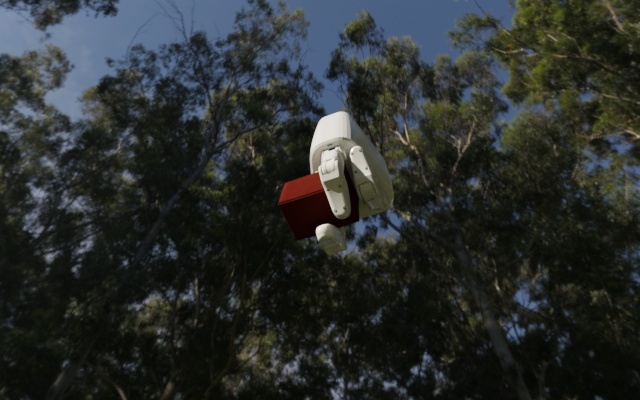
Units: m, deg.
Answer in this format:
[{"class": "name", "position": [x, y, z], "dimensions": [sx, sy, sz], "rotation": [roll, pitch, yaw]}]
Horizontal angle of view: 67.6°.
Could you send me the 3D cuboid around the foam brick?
[{"class": "foam brick", "position": [0.000, 0.002, 0.540], "dimensions": [0.078, 0.053, 0.051], "rotation": [-17, 27, 12]}]
